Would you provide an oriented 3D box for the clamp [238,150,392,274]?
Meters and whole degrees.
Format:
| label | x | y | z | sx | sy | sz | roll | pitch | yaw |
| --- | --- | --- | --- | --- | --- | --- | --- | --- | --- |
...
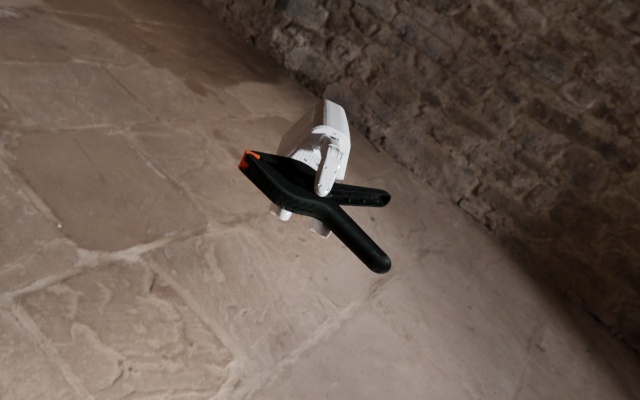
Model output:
| label | x | y | z | sx | sy | sz | roll | pitch | yaw |
| --- | --- | --- | --- | --- | --- | --- | --- | --- | --- |
| clamp | 0.000 | 0.001 | 0.573 | 0.210 | 0.036 | 0.164 | 23 | 30 | -13 |
